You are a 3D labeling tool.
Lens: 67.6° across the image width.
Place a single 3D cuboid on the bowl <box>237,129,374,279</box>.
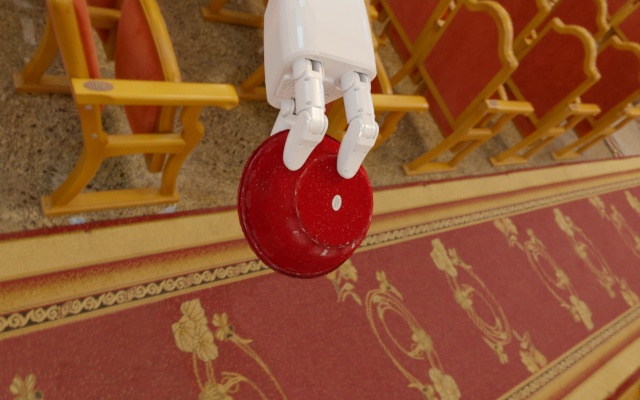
[{"bbox_3d":[0.001,0.003,0.486,0.162,0.162,0.055,0,-2,-33],"label":"bowl"}]
